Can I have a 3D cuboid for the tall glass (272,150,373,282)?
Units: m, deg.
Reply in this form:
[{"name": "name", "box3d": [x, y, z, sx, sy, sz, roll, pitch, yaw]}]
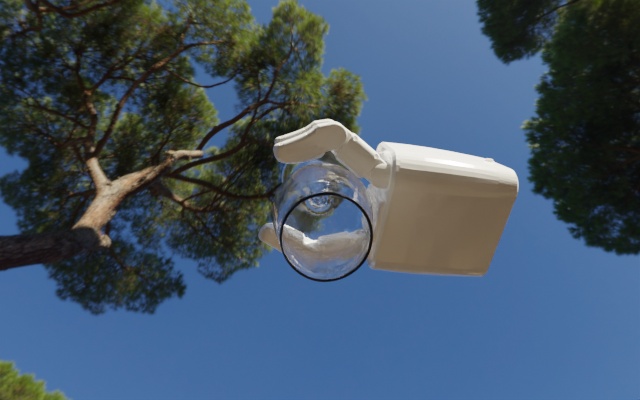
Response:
[{"name": "tall glass", "box3d": [0.000, 0.001, 0.408, 0.079, 0.079, 0.201, 0, 14, -2]}]
